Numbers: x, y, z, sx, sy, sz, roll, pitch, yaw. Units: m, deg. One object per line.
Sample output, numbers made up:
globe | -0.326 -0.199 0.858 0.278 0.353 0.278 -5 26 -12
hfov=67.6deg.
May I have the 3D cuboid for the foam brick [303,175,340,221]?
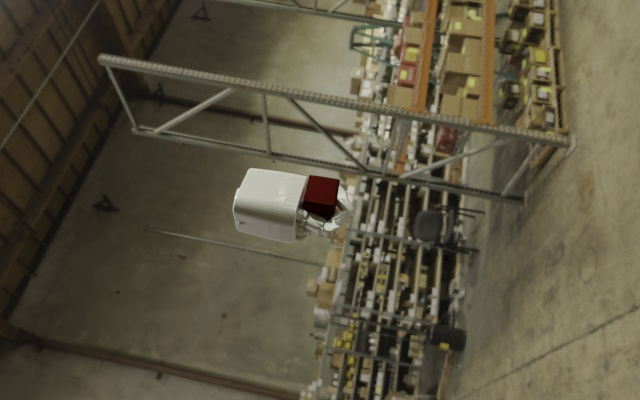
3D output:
foam brick | 0.000 0.002 0.789 0.051 0.053 0.078 11 -32 3
